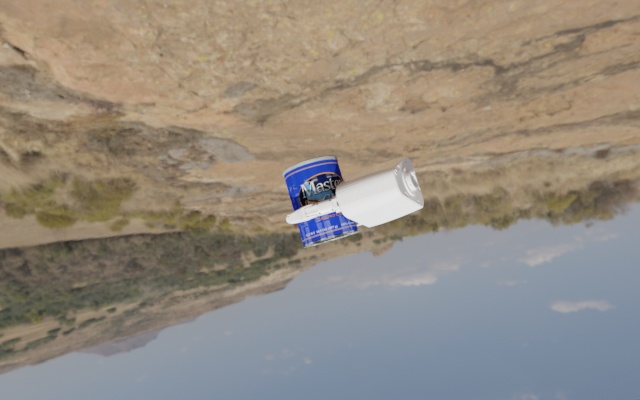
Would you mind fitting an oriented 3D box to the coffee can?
[{"bbox_3d":[0.000,0.003,0.852,0.103,0.140,0.103,-16,-7,-2],"label":"coffee can"}]
